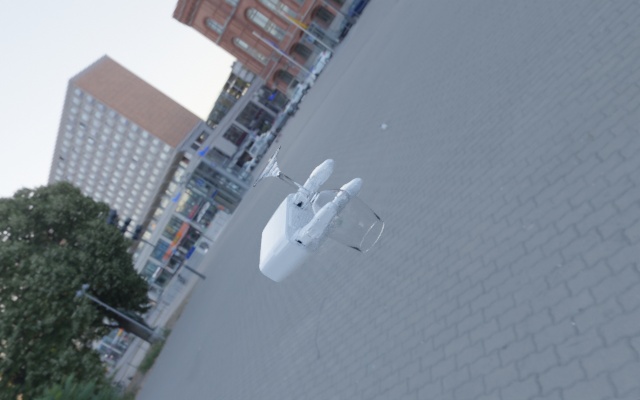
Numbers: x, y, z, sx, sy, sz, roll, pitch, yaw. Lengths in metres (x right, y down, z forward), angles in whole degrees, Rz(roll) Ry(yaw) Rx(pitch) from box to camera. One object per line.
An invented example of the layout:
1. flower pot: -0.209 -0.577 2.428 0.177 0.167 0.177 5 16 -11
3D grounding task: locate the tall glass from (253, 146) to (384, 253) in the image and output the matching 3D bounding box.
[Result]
1. tall glass: 0.000 0.002 0.737 0.201 0.079 0.079 33 -6 -10
